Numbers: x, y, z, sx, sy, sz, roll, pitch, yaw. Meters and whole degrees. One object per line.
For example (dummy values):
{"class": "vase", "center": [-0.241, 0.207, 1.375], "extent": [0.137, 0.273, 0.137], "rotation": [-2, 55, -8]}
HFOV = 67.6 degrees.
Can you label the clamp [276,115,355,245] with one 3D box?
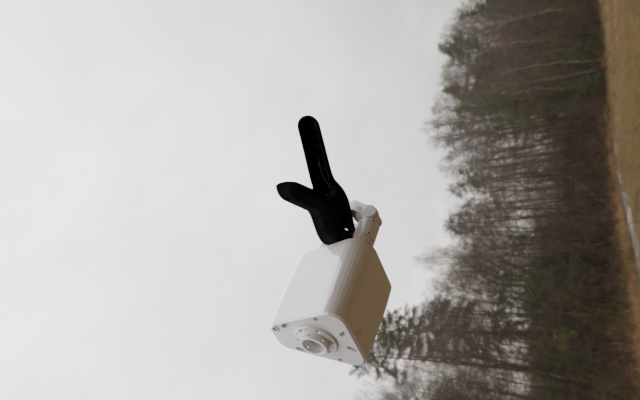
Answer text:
{"class": "clamp", "center": [0.000, 0.002, 0.549], "extent": [0.039, 0.171, 0.120], "rotation": [-6, 37, 30]}
